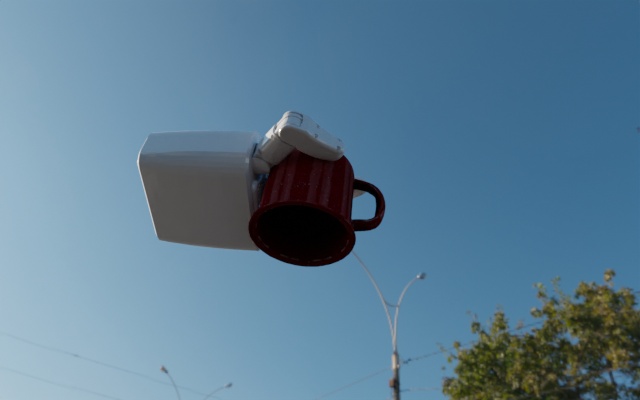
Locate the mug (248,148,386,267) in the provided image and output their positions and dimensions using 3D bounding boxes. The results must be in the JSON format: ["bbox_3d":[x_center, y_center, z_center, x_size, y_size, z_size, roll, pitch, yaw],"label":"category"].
[{"bbox_3d":[0.002,0.001,0.434,0.117,0.081,0.093,1,-41,9],"label":"mug"}]
